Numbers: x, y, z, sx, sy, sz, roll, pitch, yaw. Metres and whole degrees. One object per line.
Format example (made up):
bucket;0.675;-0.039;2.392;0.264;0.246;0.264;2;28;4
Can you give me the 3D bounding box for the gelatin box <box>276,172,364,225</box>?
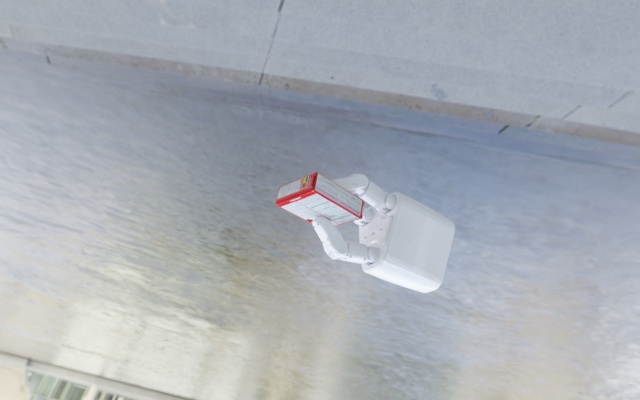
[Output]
gelatin box;0.000;0.002;0.611;0.089;0.030;0.073;29;-32;-35
